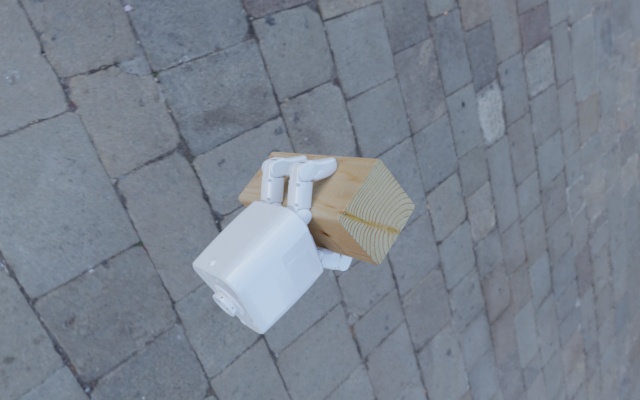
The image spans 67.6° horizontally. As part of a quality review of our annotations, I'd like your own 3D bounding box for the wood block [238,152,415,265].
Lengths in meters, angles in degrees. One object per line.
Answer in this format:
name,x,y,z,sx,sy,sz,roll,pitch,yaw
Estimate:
wood block,0.000,0.003,0.607,0.206,0.090,0.091,11,-30,49
